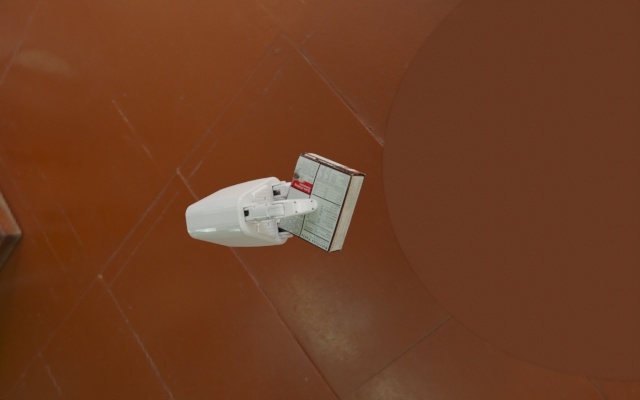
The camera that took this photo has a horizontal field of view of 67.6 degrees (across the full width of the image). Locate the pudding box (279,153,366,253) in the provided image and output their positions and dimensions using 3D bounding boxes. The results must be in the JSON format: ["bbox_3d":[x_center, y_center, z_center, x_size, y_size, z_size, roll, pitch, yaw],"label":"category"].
[{"bbox_3d":[0.000,0.002,0.643,0.090,0.113,0.039,24,17,28],"label":"pudding box"}]
